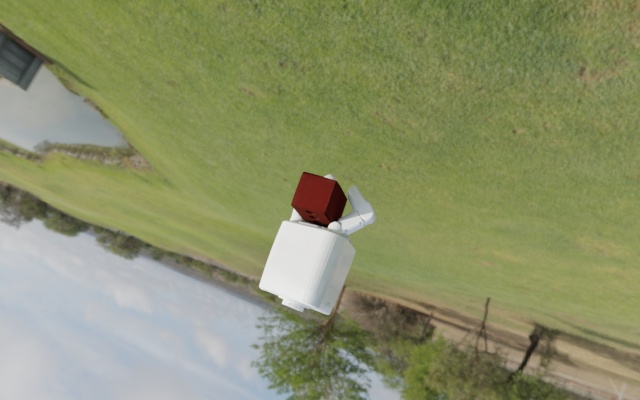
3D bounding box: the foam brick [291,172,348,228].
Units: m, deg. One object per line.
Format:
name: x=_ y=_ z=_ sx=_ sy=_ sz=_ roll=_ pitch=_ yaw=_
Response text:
foam brick: x=0.000 y=0.002 z=0.676 sx=0.053 sy=0.051 sz=0.078 roll=16 pitch=-15 yaw=21
